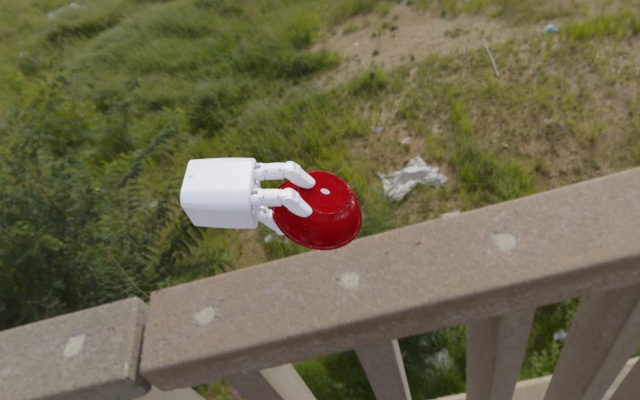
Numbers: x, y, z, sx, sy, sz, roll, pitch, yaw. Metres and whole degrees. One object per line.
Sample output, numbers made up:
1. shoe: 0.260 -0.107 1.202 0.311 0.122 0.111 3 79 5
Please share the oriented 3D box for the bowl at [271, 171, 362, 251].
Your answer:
1. bowl: 0.001 0.002 0.804 0.162 0.162 0.055 0 -39 -18
